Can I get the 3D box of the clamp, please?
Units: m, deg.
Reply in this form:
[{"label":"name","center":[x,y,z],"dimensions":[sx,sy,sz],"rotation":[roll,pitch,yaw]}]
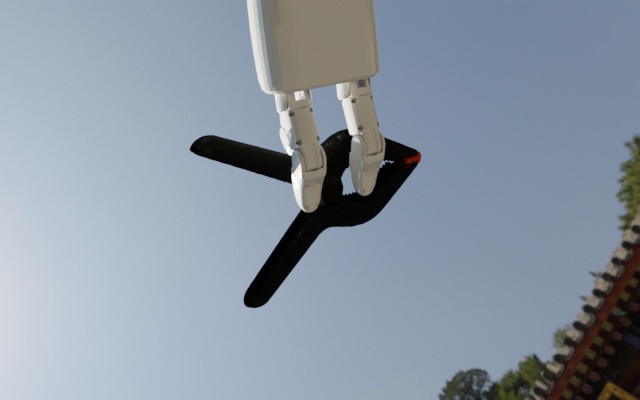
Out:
[{"label":"clamp","center":[0.000,0.001,0.437],"dimensions":[0.210,0.165,0.036],"rotation":[-16,26,-22]}]
